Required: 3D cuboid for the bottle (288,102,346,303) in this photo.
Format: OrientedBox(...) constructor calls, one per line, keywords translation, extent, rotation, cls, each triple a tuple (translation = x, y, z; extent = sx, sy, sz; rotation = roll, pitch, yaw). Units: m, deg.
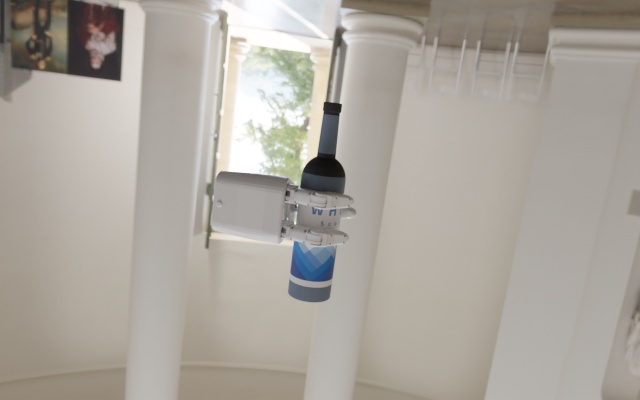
OrientedBox(translation=(0.000, 0.003, 0.717), extent=(0.069, 0.296, 0.069), rotation=(7, 10, -1), cls="bottle")
